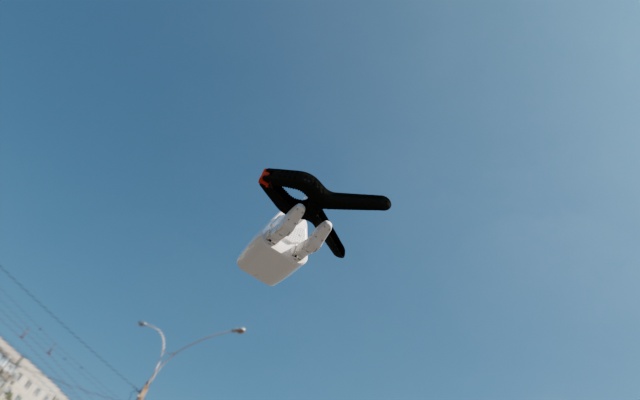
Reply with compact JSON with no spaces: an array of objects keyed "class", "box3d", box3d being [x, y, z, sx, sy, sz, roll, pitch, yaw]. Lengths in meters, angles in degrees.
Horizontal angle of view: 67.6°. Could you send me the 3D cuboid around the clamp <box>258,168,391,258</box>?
[{"class":"clamp","box3d":[0.000,0.002,0.789,0.210,0.036,0.165,34,-50,-14]}]
